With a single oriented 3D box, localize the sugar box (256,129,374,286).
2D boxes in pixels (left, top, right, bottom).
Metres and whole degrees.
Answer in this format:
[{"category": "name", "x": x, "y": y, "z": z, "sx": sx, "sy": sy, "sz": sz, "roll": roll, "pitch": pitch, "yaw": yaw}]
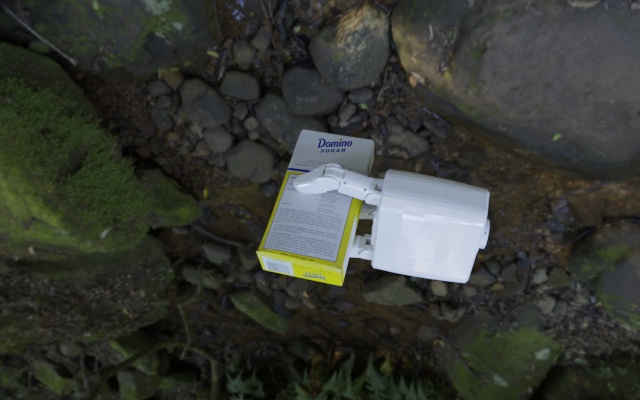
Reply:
[{"category": "sugar box", "x": 0.000, "y": 0.002, "z": 0.544, "sx": 0.093, "sy": 0.176, "sz": 0.048, "roll": 11, "pitch": -35, "yaw": 11}]
